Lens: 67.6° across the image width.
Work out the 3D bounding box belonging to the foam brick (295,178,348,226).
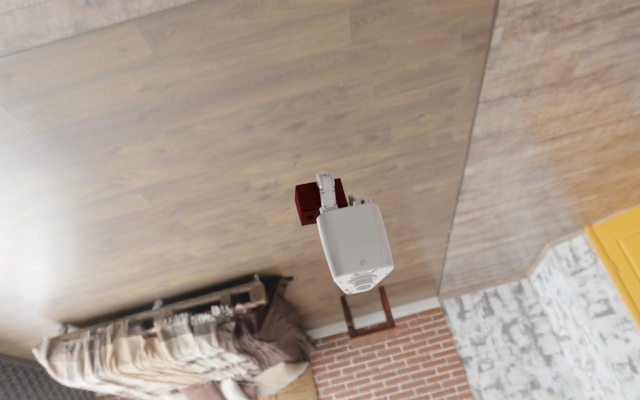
[{"bbox_3d":[0.000,0.003,0.781,0.078,0.051,0.053,-10,-27,-7],"label":"foam brick"}]
